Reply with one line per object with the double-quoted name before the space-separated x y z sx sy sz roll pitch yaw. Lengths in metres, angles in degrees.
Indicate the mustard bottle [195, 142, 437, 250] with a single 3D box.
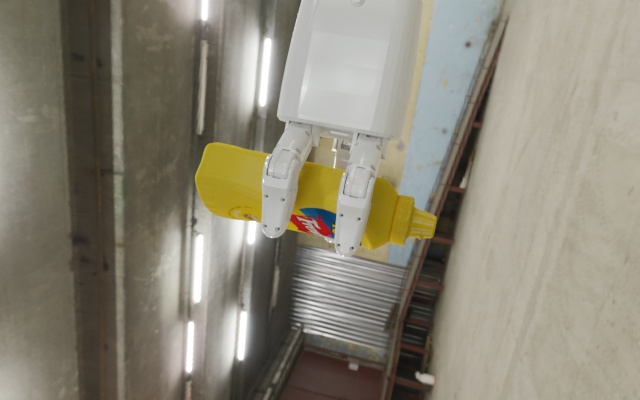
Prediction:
"mustard bottle" 0.000 0.002 0.401 0.191 0.058 0.096 12 -19 11
